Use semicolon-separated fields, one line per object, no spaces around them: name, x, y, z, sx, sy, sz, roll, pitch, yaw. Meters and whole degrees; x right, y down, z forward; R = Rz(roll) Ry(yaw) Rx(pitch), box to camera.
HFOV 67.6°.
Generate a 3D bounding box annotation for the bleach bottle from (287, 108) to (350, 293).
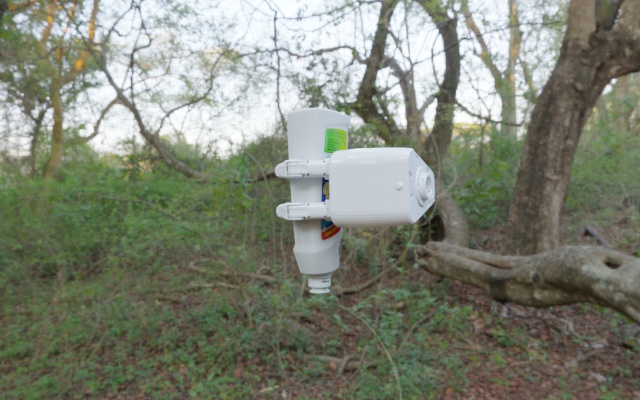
bleach bottle;0.000;0.002;0.676;0.068;0.251;0.102;-1;0;31
